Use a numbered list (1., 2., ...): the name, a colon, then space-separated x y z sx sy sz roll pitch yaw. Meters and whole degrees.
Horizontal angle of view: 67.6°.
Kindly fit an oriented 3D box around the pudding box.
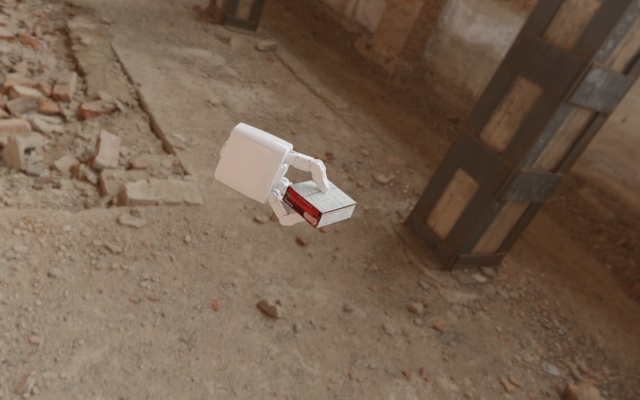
1. pudding box: 0.000 0.003 0.869 0.090 0.039 0.113 40 33 26
